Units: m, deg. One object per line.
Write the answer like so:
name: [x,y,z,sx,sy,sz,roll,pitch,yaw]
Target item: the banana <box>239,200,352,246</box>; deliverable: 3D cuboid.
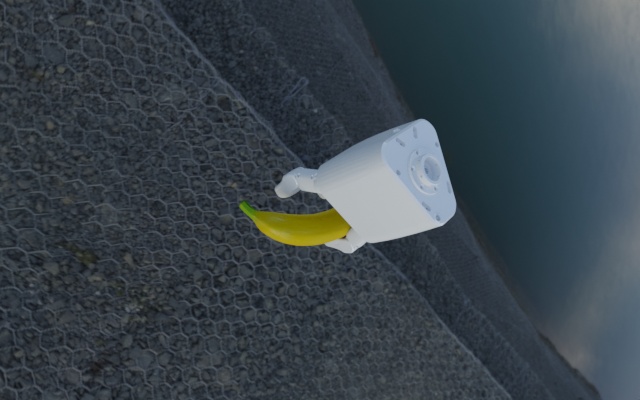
banana: [0.002,0.019,0.591,0.198,0.069,0.037,-6,-19,-33]
